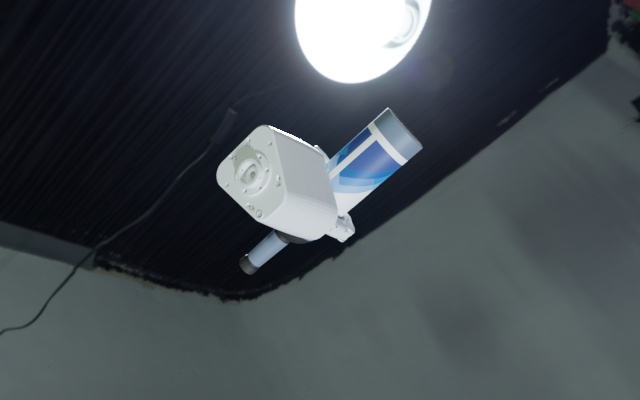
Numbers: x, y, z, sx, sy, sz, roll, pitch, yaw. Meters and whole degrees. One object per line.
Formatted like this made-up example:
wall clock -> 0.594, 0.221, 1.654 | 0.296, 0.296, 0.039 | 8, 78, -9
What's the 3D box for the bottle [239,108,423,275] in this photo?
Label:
bottle -> 0.000, 0.002, 0.637 | 0.296, 0.069, 0.069 | -41, -14, 17
